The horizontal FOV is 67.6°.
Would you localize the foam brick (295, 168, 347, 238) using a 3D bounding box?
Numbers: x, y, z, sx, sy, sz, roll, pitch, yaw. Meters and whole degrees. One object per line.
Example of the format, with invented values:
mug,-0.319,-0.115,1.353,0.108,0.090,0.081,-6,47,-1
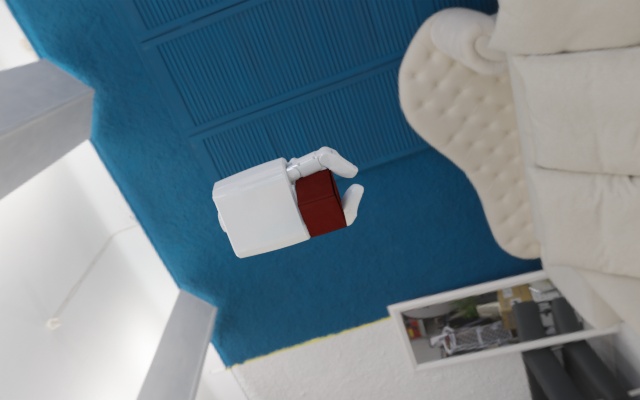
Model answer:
foam brick,0.000,0.002,0.629,0.051,0.053,0.078,-17,29,4
